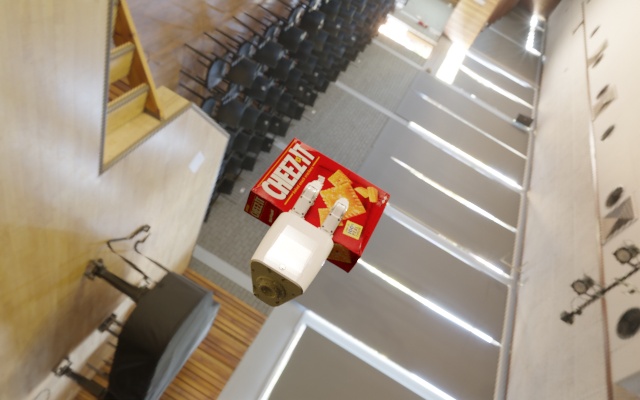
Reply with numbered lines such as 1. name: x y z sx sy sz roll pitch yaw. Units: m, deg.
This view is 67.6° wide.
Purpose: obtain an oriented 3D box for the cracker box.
1. cracker box: 0.000 0.003 0.851 0.213 0.164 0.072 31 -41 2
